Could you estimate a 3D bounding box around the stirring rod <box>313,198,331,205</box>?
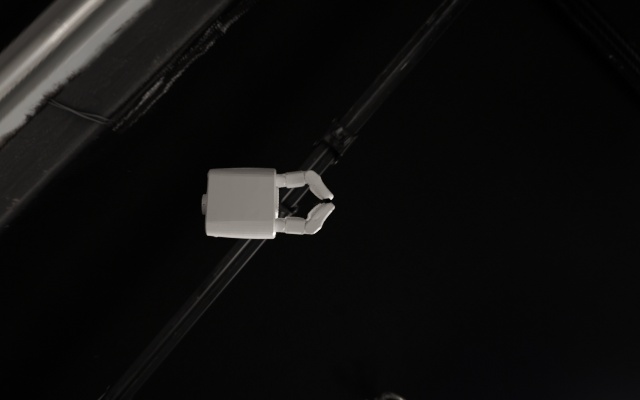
[{"bbox_3d":[0.000,0.003,0.825,0.011,0.011,0.239,0,-1,-6],"label":"stirring rod"}]
